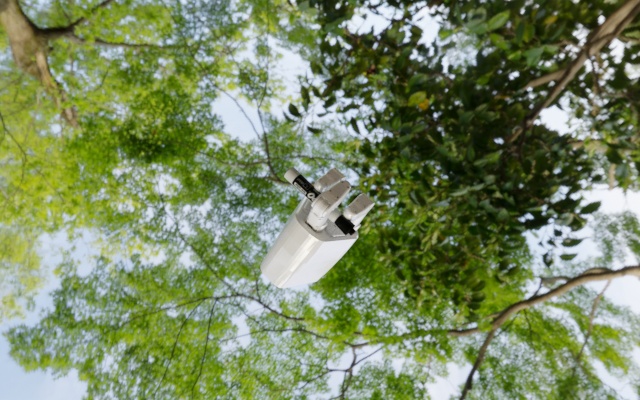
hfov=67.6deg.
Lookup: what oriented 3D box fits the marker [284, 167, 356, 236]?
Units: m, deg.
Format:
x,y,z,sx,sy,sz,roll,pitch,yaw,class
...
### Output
x,y,z,sx,sy,sz,roll,pitch,yaw,class
0.000,0.002,0.632,0.121,0.020,0.020,44,11,12,marker
